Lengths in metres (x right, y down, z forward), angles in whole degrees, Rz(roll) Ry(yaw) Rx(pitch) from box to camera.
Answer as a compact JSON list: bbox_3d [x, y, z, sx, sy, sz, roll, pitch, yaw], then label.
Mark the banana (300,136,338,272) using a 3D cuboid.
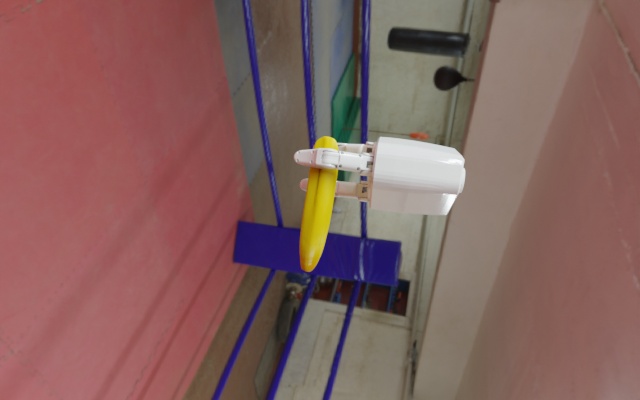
[{"bbox_3d":[0.000,-0.009,0.620,0.037,0.197,0.070,7,-24,3],"label":"banana"}]
